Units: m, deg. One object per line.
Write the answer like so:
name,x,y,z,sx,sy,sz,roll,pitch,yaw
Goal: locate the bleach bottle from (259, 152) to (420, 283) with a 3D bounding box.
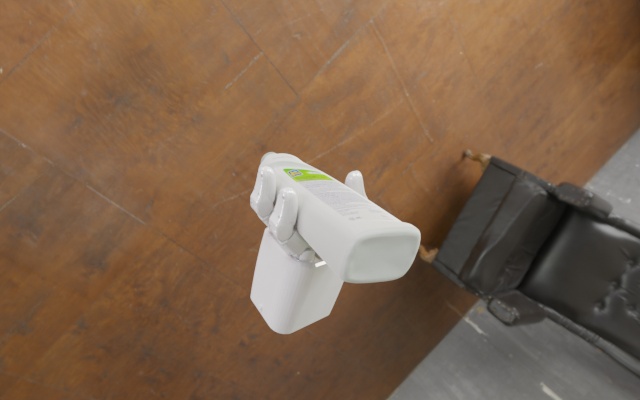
bleach bottle,0.000,0.002,0.577,0.102,0.068,0.250,2,26,-35
